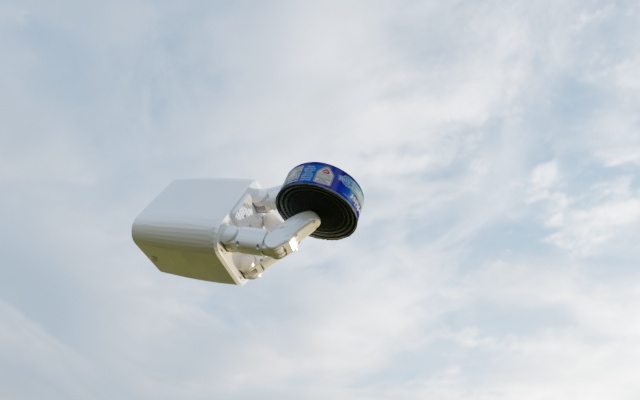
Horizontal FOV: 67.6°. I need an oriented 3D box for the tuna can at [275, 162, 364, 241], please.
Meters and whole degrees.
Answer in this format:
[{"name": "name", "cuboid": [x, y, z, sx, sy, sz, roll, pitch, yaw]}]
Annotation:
[{"name": "tuna can", "cuboid": [0.000, 0.001, 0.484, 0.086, 0.033, 0.086, 14, -38, 11]}]
